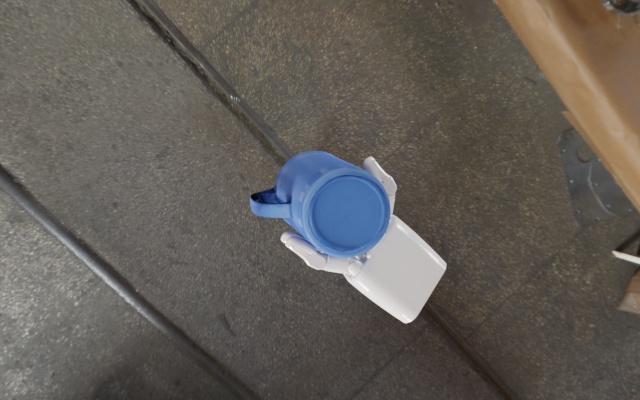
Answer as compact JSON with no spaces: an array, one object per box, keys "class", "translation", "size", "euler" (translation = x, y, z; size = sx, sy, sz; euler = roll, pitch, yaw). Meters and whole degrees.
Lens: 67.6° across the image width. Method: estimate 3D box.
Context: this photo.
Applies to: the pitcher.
[{"class":"pitcher","translation":[0.000,0.002,0.663],"size":[0.145,0.149,0.243],"euler":[41,-1,-12]}]
